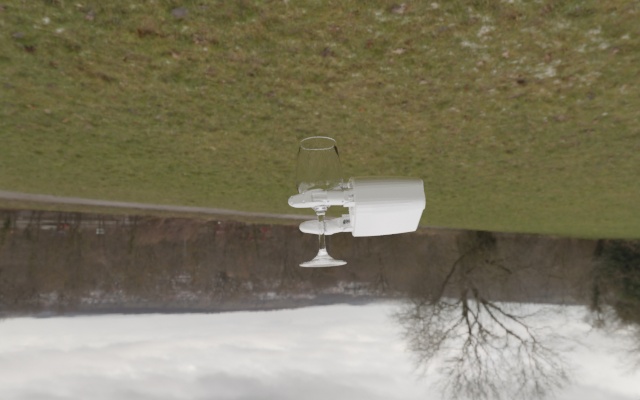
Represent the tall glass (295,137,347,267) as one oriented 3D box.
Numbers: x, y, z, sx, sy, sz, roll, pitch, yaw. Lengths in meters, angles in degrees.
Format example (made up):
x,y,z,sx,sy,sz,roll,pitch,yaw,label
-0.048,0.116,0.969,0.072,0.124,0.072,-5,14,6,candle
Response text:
x,y,z,sx,sy,sz,roll,pitch,yaw,label
0.000,0.003,0.766,0.079,0.201,0.079,-3,-12,-1,tall glass
